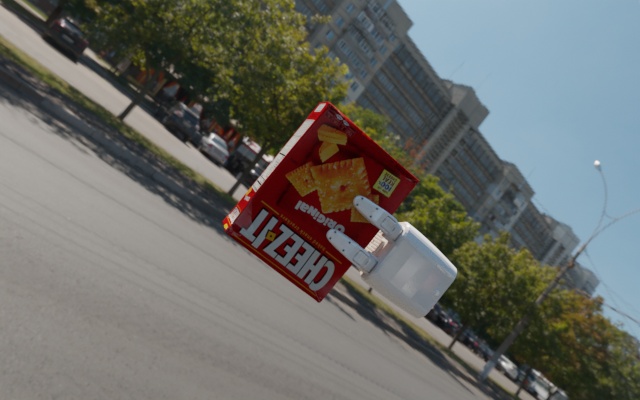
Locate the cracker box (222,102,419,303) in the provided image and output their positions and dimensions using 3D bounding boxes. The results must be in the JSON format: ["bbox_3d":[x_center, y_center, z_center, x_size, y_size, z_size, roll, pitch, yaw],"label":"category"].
[{"bbox_3d":[0.000,0.002,0.639,0.164,0.213,0.072,39,-1,-15],"label":"cracker box"}]
